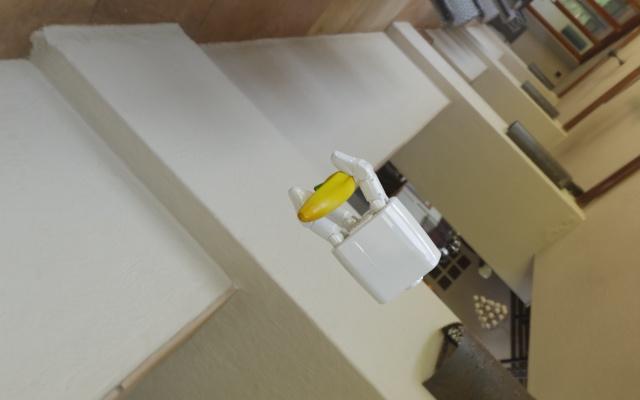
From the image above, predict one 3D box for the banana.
[{"bbox_3d":[0.015,-0.010,0.645,0.069,0.037,0.197,-37,4,11],"label":"banana"}]
